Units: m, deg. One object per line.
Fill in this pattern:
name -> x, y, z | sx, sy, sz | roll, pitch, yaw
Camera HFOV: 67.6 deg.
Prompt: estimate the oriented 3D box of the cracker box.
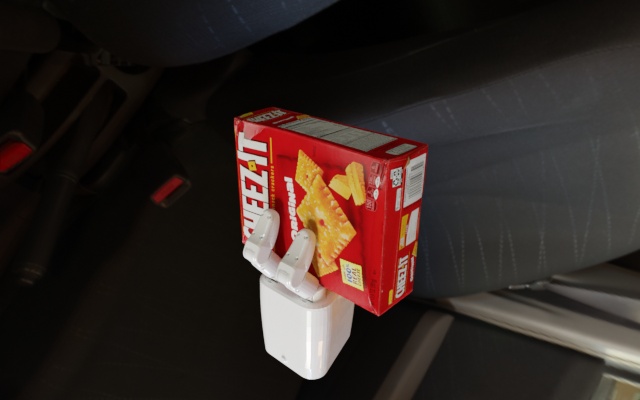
cracker box -> 0.000, 0.002, 0.514 | 0.213, 0.164, 0.072 | 21, 31, 38
